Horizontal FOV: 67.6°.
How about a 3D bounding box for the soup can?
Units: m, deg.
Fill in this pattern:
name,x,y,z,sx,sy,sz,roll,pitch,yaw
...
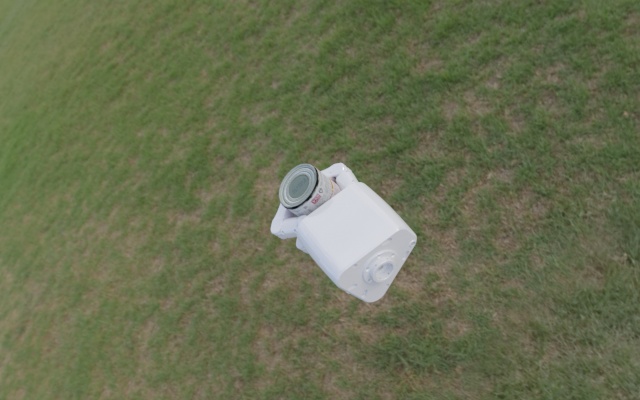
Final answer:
name,x,y,z,sx,sy,sz,roll,pitch,yaw
soup can,0.000,0.002,0.656,0.068,0.068,0.102,0,-26,42
